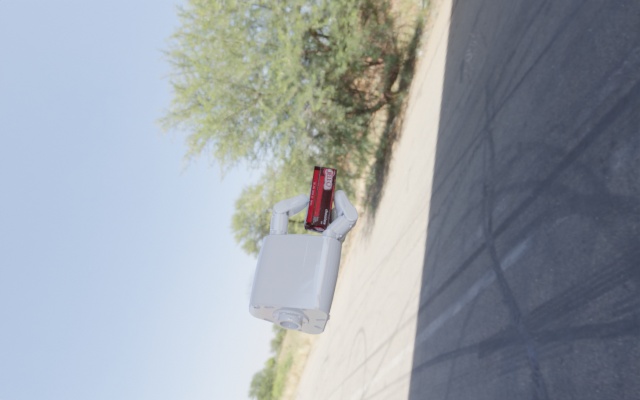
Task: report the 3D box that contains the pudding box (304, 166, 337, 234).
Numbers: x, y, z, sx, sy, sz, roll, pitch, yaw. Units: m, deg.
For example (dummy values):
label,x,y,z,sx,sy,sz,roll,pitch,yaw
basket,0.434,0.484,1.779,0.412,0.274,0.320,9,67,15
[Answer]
label,x,y,z,sx,sy,sz,roll,pitch,yaw
pudding box,0.000,0.002,0.732,0.039,0.090,0.113,10,-8,-2
